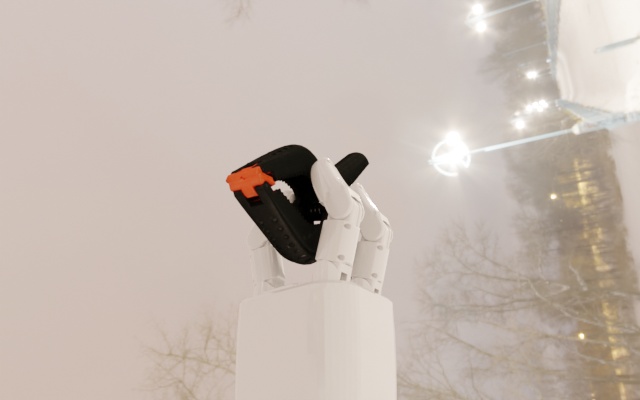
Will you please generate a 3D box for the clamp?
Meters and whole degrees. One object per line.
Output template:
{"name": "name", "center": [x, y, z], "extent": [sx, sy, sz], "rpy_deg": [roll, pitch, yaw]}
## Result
{"name": "clamp", "center": [-0.001, 0.002, 0.404], "extent": [0.036, 0.164, 0.210], "rpy_deg": [-14, -27, 26]}
